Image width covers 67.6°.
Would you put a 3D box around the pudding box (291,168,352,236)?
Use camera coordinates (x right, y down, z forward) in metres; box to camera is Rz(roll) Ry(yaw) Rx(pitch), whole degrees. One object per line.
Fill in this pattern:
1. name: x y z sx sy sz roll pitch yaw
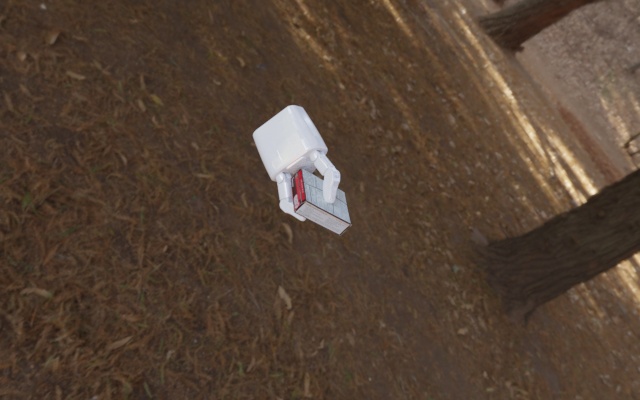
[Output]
1. pudding box: 0.000 0.003 0.872 0.113 0.090 0.039 27 -55 -30
